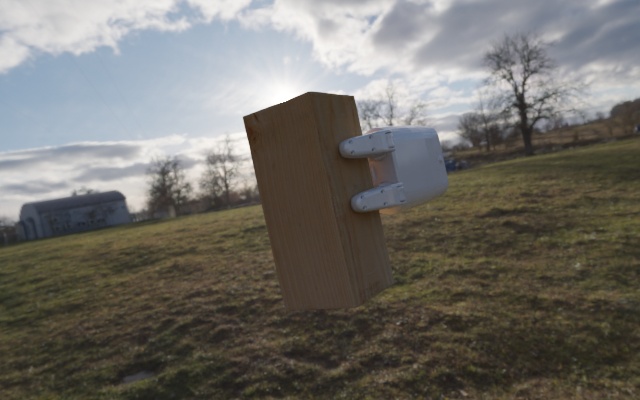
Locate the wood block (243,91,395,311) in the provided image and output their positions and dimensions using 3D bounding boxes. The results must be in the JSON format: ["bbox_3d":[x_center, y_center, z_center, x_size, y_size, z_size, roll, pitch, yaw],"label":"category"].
[{"bbox_3d":[0.000,0.002,0.502,0.091,0.206,0.090,-12,1,35],"label":"wood block"}]
